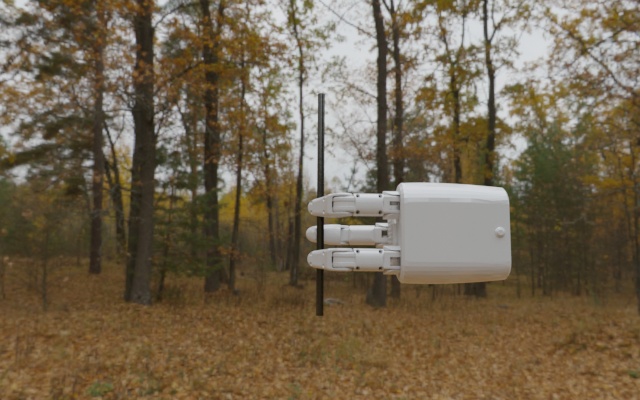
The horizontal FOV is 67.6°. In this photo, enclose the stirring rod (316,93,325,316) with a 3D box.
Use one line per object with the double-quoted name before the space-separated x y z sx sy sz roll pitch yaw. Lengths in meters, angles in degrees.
"stirring rod" 0.000 0.002 0.517 0.011 0.239 0.011 0 -6 0
